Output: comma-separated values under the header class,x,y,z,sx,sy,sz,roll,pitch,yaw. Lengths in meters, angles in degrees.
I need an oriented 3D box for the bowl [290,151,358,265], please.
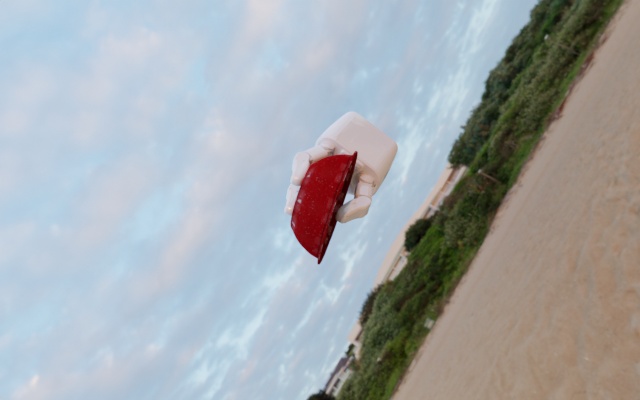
class,x,y,z,sx,sy,sz,roll,pitch,yaw
bowl,-0.001,0.002,0.646,0.055,0.162,0.162,18,2,5
